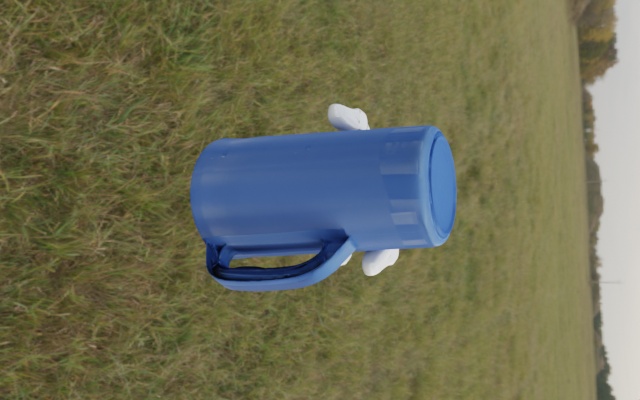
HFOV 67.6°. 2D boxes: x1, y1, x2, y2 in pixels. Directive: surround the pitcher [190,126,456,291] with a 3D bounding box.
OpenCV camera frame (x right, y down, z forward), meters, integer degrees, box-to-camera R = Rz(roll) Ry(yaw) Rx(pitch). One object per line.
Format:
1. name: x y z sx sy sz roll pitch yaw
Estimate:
1. pitcher: 0.000 0.001 0.470 0.243 0.149 0.145 -3 7 29
